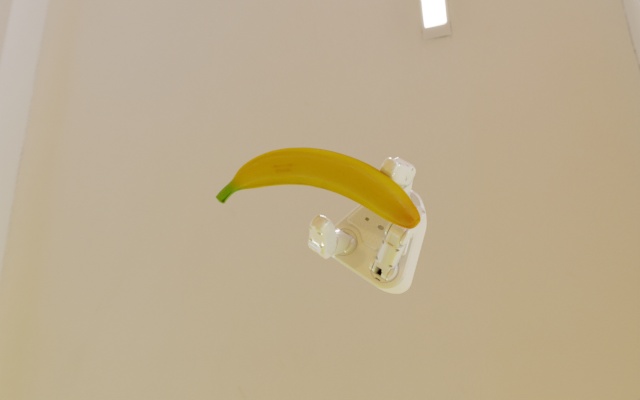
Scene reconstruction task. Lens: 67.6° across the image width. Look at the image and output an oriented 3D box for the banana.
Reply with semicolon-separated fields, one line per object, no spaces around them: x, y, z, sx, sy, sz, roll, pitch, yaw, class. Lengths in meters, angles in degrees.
0.000;-0.017;0.458;0.198;0.069;0.037;6;-14;17;banana
